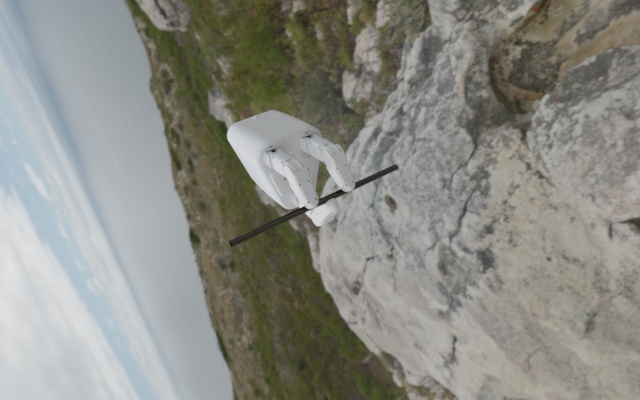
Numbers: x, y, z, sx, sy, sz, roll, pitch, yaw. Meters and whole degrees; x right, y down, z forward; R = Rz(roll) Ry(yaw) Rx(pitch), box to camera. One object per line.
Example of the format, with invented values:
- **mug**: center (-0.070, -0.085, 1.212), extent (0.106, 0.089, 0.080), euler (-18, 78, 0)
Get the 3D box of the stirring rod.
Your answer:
- **stirring rod**: center (0.000, 0.002, 0.577), extent (0.239, 0.011, 0.011), euler (-25, 11, -25)
